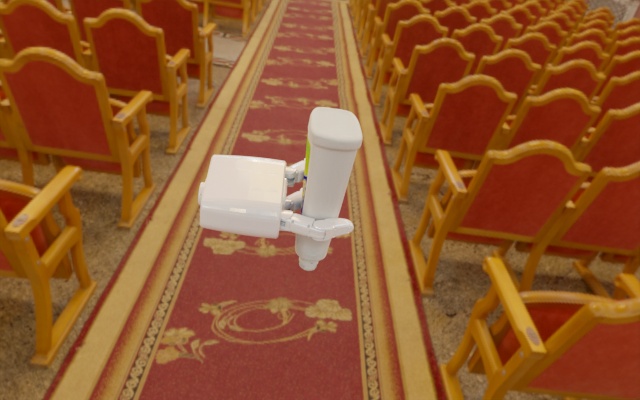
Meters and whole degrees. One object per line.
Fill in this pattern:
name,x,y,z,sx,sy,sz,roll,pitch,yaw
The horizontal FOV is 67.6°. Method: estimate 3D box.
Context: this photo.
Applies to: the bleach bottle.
bleach bottle,0.000,0.002,0.679,0.068,0.251,0.102,7,33,-6
